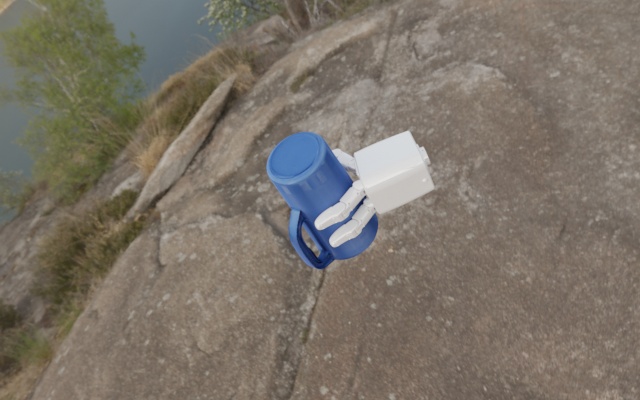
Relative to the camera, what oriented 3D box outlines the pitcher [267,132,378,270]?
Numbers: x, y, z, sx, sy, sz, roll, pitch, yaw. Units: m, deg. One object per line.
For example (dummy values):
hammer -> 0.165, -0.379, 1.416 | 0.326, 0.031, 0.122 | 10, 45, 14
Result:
pitcher -> 0.000, 0.003, 0.844 | 0.145, 0.149, 0.243 | -24, -42, 11
